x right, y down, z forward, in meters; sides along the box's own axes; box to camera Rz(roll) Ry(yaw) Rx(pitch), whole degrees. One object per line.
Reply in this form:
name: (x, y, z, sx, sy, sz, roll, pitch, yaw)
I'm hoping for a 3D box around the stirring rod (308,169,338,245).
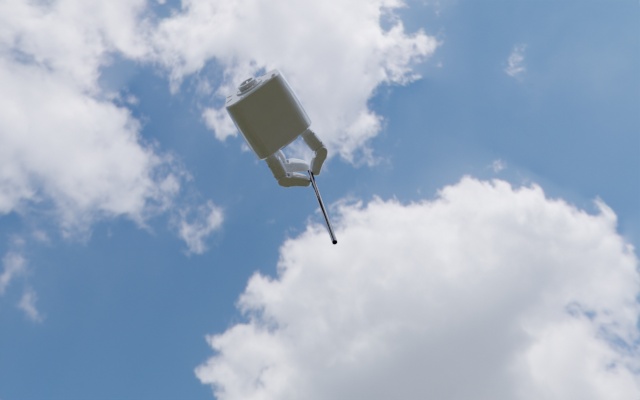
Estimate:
stirring rod: (0.000, 0.002, 0.763, 0.011, 0.011, 0.239, 0, 27, -11)
